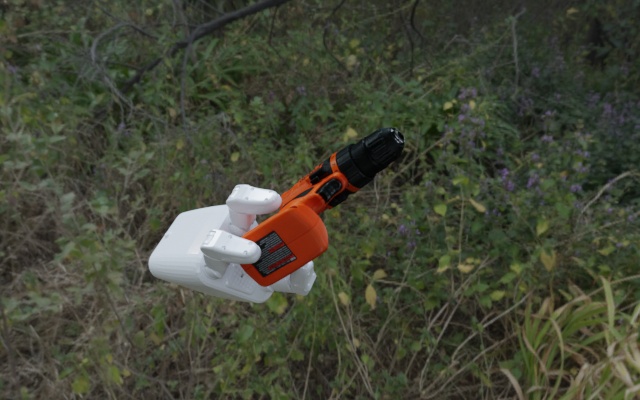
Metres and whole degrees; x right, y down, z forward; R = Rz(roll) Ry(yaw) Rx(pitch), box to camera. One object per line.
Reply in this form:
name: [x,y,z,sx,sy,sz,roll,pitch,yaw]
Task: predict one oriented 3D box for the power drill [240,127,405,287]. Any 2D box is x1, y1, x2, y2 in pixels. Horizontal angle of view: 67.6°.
power drill: [0.000,0.002,0.512,0.184,0.057,0.187,-36,7,32]
